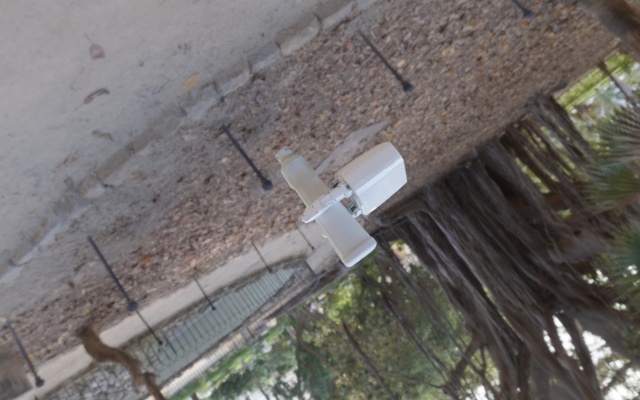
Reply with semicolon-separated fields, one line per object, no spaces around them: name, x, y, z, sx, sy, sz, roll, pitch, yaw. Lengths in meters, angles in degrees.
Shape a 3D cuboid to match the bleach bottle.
bleach bottle;0.000;0.003;0.877;0.068;0.251;0.102;-37;-11;-4
